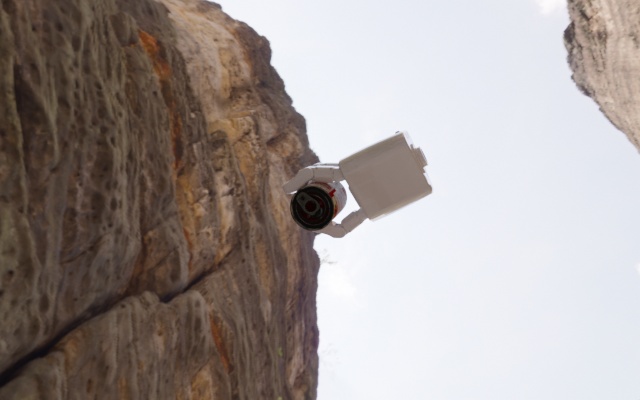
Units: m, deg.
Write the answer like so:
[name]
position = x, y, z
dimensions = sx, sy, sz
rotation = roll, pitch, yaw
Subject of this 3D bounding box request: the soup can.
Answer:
[soup can]
position = 0.000, 0.003, 0.746
dimensions = 0.068, 0.068, 0.102
rotation = 0, 11, 15
